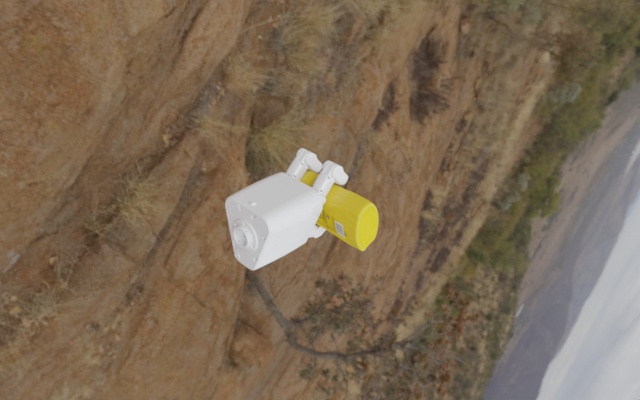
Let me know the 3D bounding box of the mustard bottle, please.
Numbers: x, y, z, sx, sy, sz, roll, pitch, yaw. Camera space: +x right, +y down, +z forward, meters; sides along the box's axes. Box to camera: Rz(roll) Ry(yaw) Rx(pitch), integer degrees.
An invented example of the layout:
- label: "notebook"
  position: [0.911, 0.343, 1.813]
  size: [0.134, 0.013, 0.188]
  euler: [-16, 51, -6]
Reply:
- label: "mustard bottle"
  position: [0.001, 0.002, 0.763]
  size: [0.191, 0.058, 0.096]
  euler: [29, -28, 30]
